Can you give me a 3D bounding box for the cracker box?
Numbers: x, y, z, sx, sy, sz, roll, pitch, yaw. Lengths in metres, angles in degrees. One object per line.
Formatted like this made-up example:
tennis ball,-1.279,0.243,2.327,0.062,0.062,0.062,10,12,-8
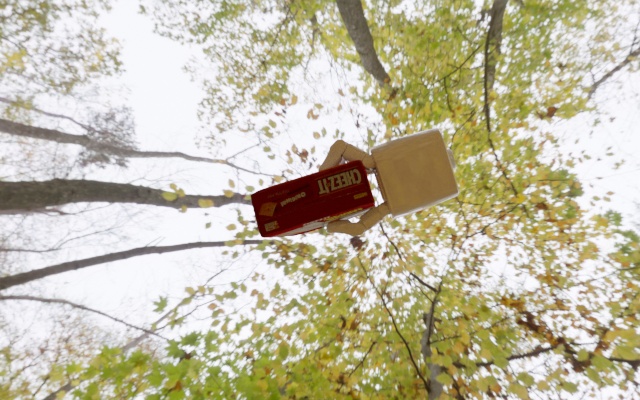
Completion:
cracker box,0.000,0.003,0.747,0.164,0.072,0.214,-18,-6,6
